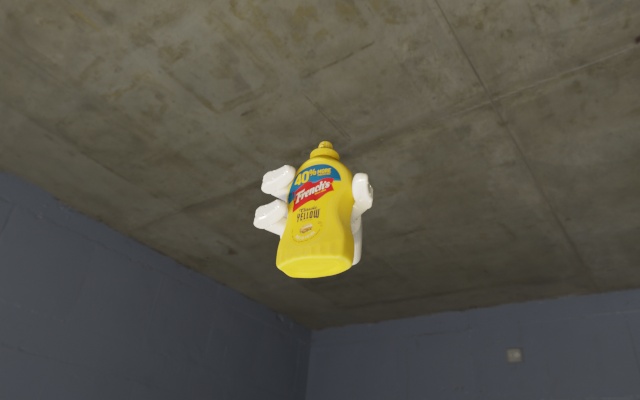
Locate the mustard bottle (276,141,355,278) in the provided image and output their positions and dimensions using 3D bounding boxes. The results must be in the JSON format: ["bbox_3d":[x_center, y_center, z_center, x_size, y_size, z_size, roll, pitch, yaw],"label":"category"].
[{"bbox_3d":[0.000,0.002,0.625,0.096,0.191,0.058,-14,-38,29],"label":"mustard bottle"}]
